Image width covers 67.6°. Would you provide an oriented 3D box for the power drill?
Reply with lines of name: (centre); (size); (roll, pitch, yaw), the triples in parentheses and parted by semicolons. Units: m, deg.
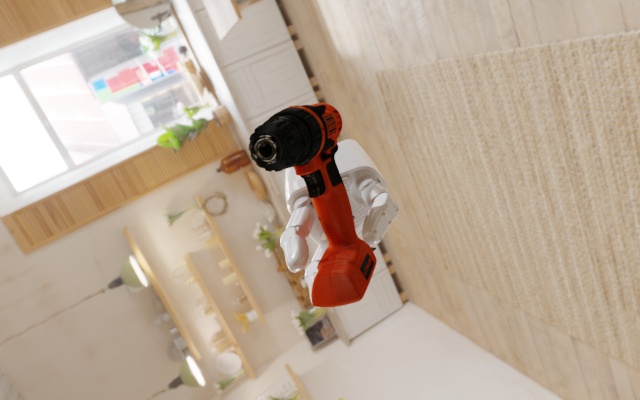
power drill: (0.000, 0.002, 0.456); (0.057, 0.188, 0.184); (-10, 13, 19)
